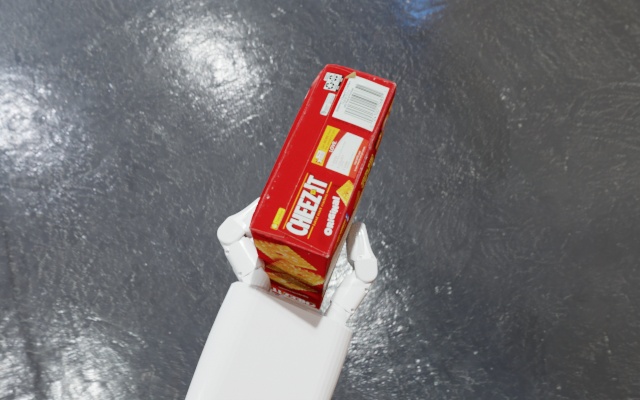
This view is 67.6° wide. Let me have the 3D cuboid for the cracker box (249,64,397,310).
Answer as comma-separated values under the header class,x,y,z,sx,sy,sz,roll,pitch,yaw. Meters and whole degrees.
class,x,y,z,sx,sy,sz,roll,pitch,yaw
cracker box,0.000,0.002,0.463,0.072,0.164,0.214,20,-22,5
